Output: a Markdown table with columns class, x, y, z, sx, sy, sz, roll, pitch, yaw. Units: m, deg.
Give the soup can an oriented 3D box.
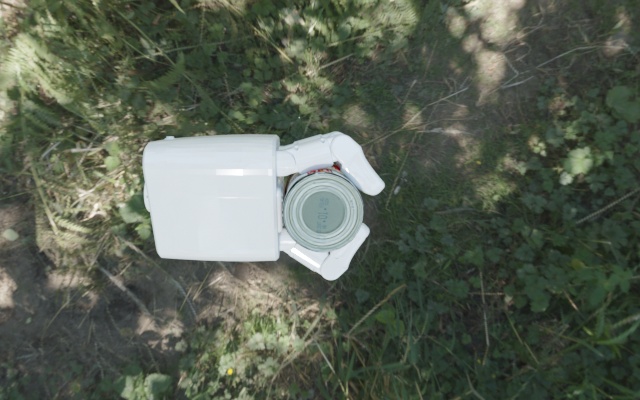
| class | x | y | z | sx | sy | sz | roll | pitch | yaw |
| --- | --- | --- | --- | --- | --- | --- | --- | --- | --- |
| soup can | 0.001 | 0.002 | 0.430 | 0.068 | 0.068 | 0.102 | 0 | 10 | -2 |
